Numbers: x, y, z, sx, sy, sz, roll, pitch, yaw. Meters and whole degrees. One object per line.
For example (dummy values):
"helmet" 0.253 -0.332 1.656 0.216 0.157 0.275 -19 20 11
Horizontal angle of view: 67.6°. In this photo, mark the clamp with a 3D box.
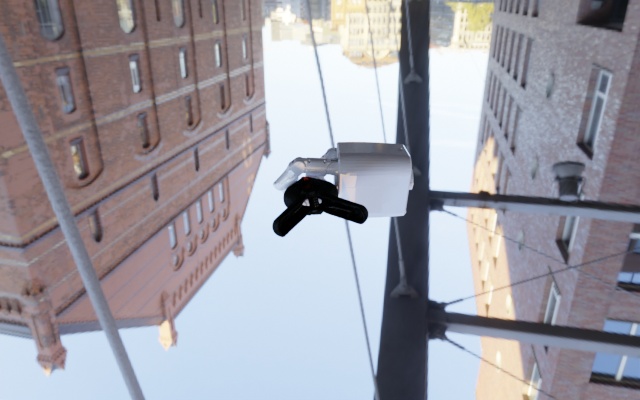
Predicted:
"clamp" 0.000 0.003 0.656 0.120 0.039 0.171 0 23 0
